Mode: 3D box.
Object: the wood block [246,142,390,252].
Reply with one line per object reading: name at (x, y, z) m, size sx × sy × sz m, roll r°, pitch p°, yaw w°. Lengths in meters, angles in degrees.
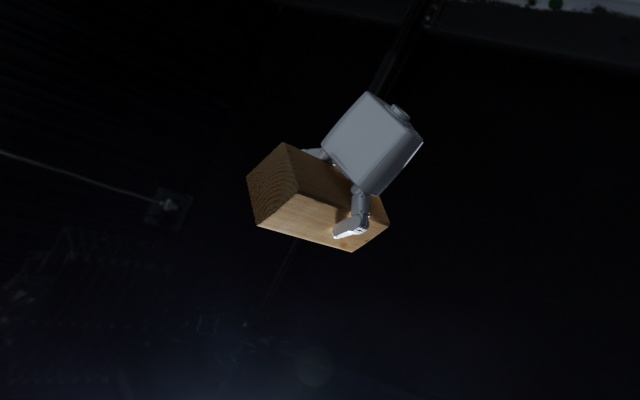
wood block at (0.001, 0.002, 0.727) m, size 0.206 × 0.090 × 0.090 m, roll 20°, pitch -49°, yaw -43°
